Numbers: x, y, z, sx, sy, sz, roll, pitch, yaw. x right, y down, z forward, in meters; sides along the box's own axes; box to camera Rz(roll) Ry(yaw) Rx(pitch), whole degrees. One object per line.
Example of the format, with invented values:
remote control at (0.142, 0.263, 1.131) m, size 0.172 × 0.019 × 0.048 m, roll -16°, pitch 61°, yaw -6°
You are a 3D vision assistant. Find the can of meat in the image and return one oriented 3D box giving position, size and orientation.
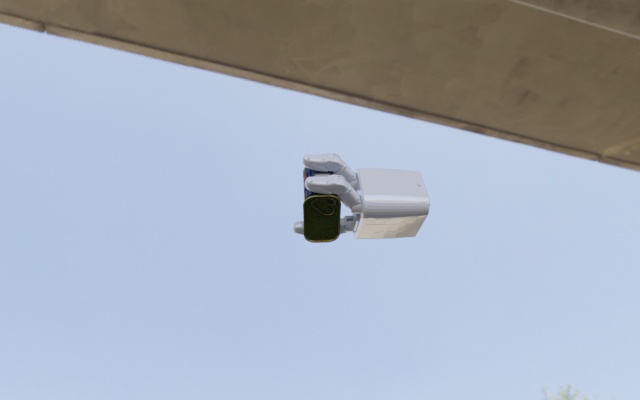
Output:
can of meat at (0.000, 0.002, 0.759) m, size 0.057 × 0.102 × 0.083 m, roll -2°, pitch 43°, yaw -2°
